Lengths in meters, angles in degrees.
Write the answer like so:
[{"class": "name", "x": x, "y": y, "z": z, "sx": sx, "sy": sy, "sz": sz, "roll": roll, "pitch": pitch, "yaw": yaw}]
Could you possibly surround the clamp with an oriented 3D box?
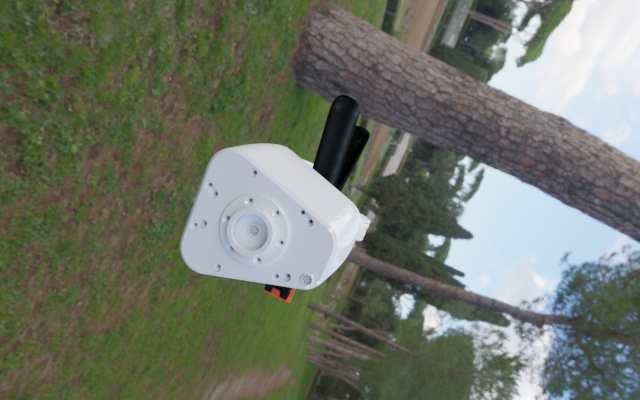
[{"class": "clamp", "x": 0.001, "y": 0.002, "z": 0.490, "sx": 0.036, "sy": 0.210, "sz": 0.164, "roll": 24, "pitch": 10, "yaw": 10}]
